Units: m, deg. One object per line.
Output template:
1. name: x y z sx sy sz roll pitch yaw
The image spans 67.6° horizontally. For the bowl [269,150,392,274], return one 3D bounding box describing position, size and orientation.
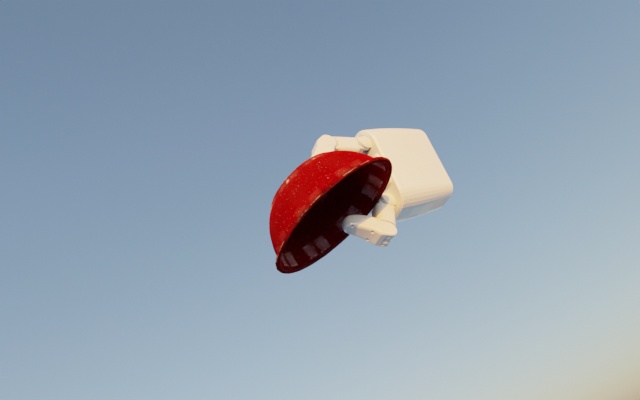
1. bowl: -0.001 0.001 0.502 0.055 0.162 0.162 45 18 20
